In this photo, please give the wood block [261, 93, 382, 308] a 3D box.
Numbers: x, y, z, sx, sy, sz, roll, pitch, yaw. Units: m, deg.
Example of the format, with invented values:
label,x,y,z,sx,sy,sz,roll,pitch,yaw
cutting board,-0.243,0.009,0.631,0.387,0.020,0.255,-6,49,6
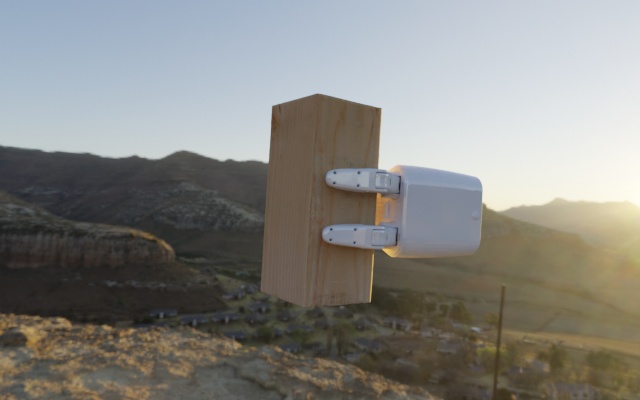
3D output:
label,x,y,z,sx,sy,sz,roll,pitch,yaw
wood block,0.000,0.002,0.516,0.090,0.206,0.091,4,-1,-35
